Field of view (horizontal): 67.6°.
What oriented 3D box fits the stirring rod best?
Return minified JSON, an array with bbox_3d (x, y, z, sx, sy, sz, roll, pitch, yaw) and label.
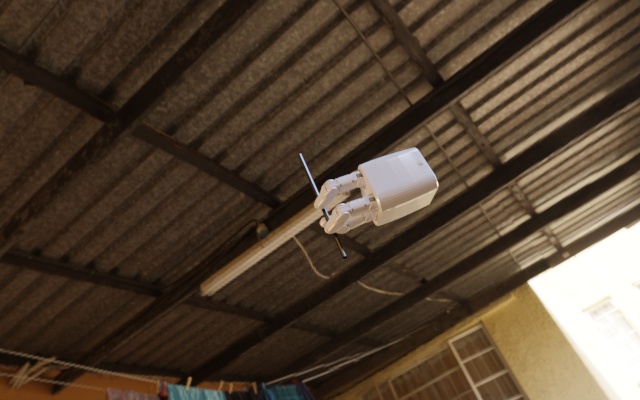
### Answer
[{"bbox_3d":[0.000,0.003,0.840,0.011,0.239,0.011,-15,-37,-12],"label":"stirring rod"}]
